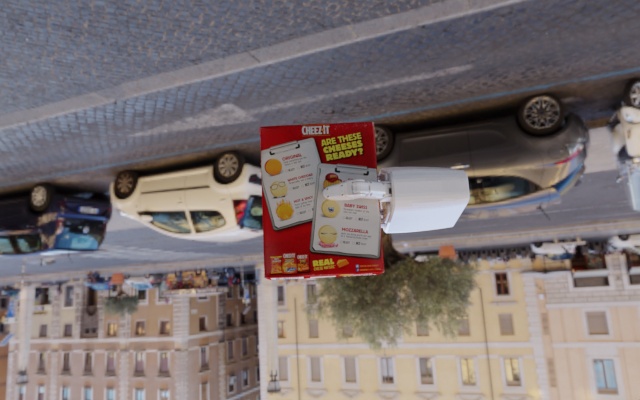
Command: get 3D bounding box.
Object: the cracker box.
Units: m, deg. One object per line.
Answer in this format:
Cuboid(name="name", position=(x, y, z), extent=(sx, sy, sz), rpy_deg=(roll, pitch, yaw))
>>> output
Cuboid(name="cracker box", position=(0.000, 0.002, 0.684), extent=(0.164, 0.213, 0.072), rpy_deg=(-3, -10, -2))
